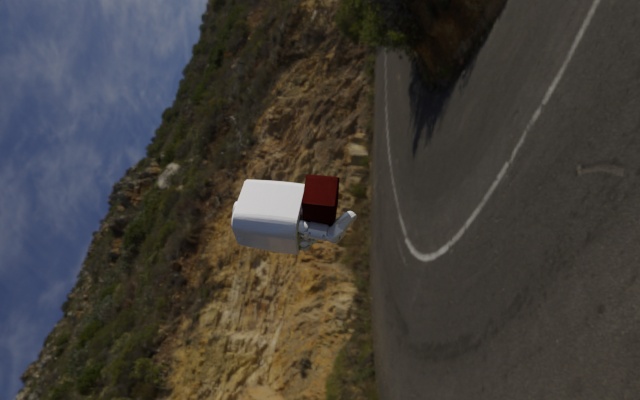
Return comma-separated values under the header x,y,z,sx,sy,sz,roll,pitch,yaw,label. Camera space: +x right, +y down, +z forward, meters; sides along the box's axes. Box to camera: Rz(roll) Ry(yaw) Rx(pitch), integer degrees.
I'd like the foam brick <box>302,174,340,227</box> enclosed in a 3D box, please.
x,y,z,sx,sy,sz,roll,pitch,yaw,label
0.000,0.002,0.740,0.051,0.053,0.078,7,-28,4,foam brick
